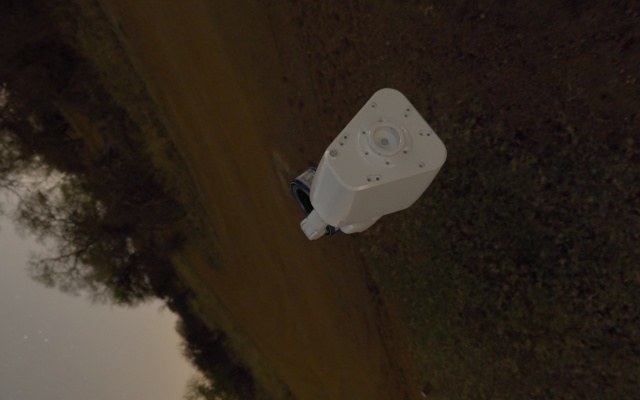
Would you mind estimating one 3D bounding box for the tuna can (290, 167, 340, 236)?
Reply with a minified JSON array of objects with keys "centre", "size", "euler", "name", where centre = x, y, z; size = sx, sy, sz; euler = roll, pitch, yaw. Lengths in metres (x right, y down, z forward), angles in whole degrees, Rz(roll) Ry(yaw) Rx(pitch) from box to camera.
[{"centre":[0.000,0.002,0.598],"size":[0.033,0.086,0.086],"euler":[-36,10,-14],"name":"tuna can"}]
